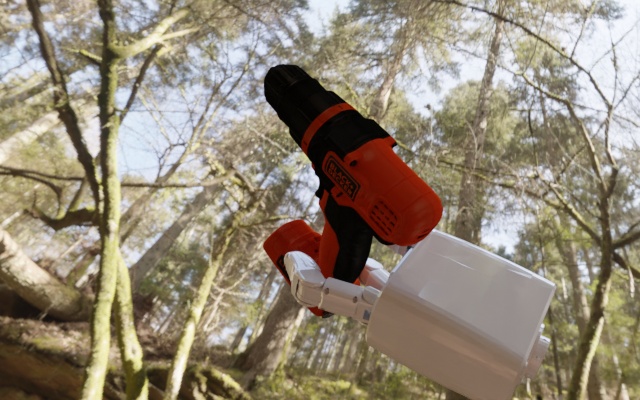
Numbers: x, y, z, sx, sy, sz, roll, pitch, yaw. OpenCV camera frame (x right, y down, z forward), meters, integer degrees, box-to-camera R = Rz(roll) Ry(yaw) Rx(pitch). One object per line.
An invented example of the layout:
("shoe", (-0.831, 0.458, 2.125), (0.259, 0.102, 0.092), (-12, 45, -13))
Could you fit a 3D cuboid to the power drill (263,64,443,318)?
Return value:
("power drill", (0.000, 0.002, 0.410), (0.057, 0.184, 0.188), (-24, -29, -31))
